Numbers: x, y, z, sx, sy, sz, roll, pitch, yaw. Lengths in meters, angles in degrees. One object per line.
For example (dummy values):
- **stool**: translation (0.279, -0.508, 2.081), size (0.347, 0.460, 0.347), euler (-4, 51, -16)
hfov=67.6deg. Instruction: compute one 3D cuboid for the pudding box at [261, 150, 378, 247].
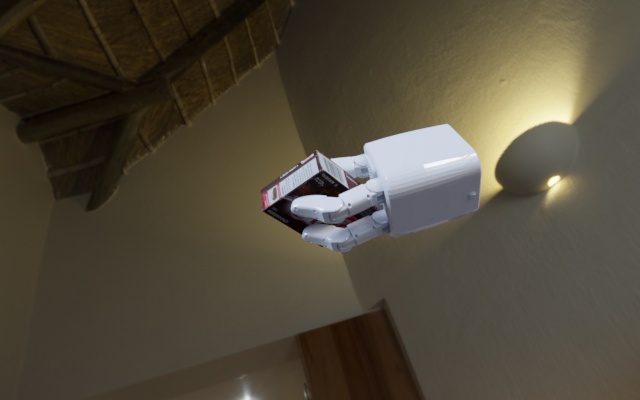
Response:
- **pudding box**: translation (0.000, 0.002, 0.561), size (0.090, 0.039, 0.113), euler (-34, -47, 23)
